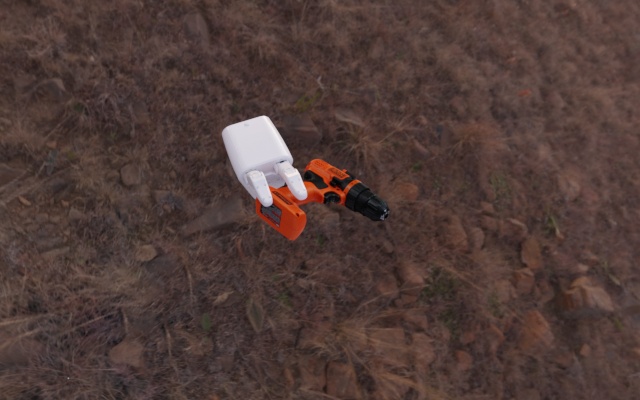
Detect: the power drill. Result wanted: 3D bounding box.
[{"bbox_3d":[0.000,0.003,0.809,0.184,0.057,0.187,33,37,32],"label":"power drill"}]
